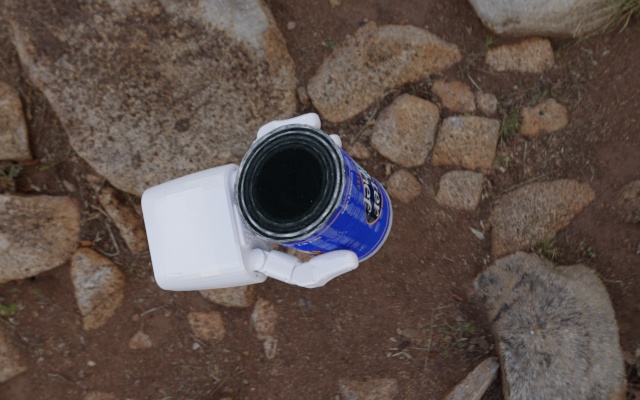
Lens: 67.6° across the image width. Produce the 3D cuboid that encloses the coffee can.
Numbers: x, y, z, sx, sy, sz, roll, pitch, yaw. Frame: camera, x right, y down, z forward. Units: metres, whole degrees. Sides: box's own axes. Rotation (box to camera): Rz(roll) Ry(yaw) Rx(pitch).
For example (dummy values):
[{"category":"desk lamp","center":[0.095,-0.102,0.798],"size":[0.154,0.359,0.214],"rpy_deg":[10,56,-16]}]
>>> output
[{"category":"coffee can","center":[0.000,0.002,0.451],"size":[0.103,0.102,0.140],"rpy_deg":[0,-14,24]}]
